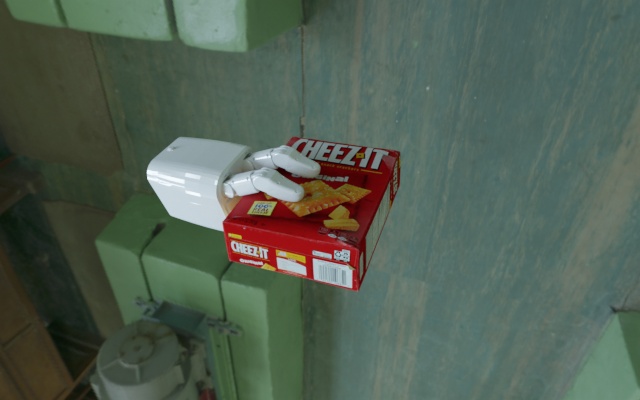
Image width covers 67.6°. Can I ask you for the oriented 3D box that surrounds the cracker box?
[{"bbox_3d":[0.000,0.002,0.609,0.164,0.072,0.213,11,39,17],"label":"cracker box"}]
